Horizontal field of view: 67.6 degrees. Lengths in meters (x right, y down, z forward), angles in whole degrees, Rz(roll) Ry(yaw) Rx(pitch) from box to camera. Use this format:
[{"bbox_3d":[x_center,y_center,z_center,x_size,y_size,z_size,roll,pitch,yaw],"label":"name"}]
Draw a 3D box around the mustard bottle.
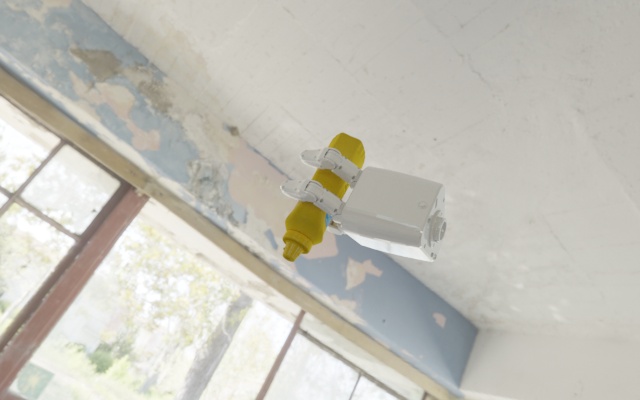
[{"bbox_3d":[0.000,0.002,0.671,0.058,0.191,0.096,26,-26,6],"label":"mustard bottle"}]
